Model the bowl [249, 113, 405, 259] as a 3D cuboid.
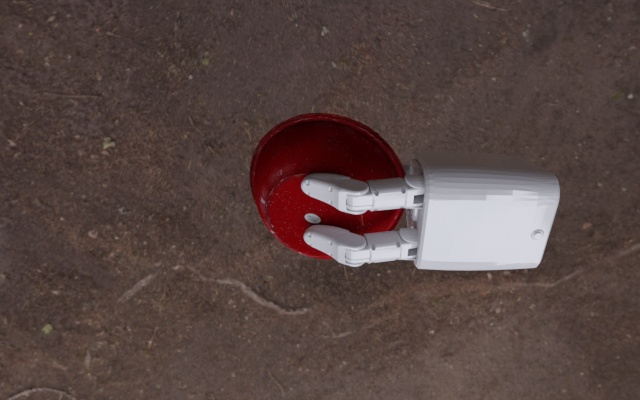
[{"bbox_3d":[-0.001,0.002,0.458,0.162,0.162,0.055,0,31,15],"label":"bowl"}]
